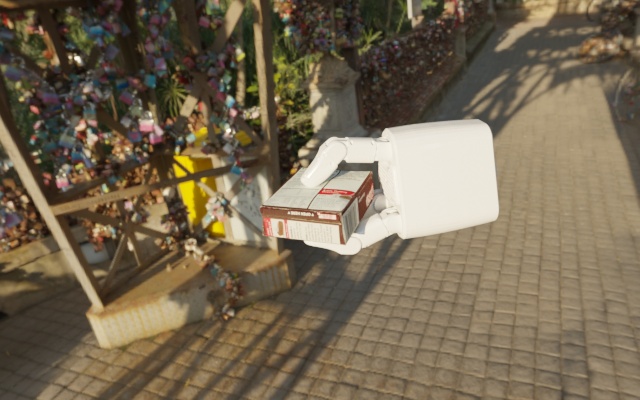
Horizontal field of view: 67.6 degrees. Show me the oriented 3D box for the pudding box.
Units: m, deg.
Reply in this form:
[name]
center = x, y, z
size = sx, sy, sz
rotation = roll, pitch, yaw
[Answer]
[pudding box]
center = 0.000, 0.002, 0.509
size = 0.090, 0.039, 0.113
rotation = 4, 25, 21
